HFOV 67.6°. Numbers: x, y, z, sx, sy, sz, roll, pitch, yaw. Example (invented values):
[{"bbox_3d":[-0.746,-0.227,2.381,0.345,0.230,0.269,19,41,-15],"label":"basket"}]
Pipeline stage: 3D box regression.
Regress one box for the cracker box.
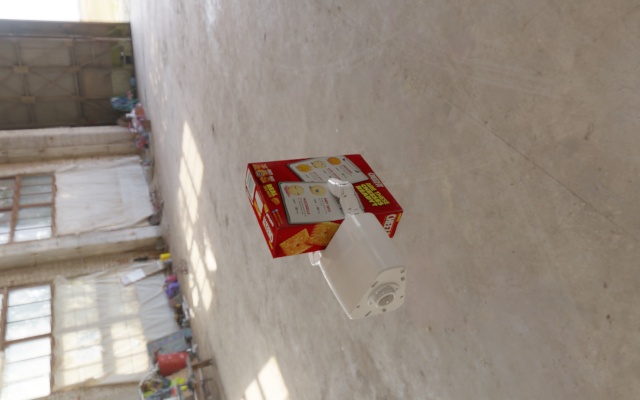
[{"bbox_3d":[0.000,0.002,0.786,0.213,0.072,0.164,-7,42,-24],"label":"cracker box"}]
